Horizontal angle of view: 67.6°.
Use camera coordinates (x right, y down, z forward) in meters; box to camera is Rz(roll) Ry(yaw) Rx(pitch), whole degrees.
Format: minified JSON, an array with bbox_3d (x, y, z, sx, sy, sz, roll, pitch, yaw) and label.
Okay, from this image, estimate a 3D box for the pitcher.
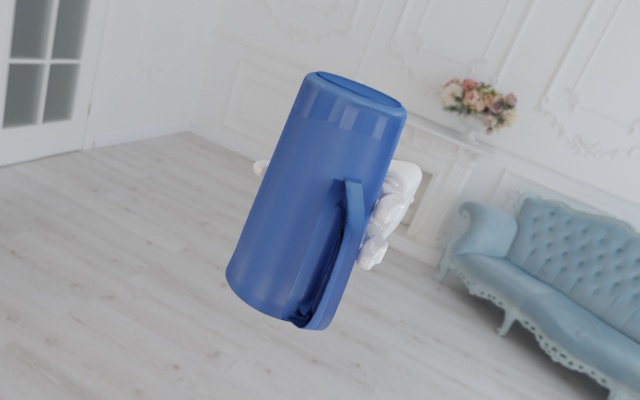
[{"bbox_3d":[0.000,0.002,0.495,0.149,0.243,0.145,28,21,19],"label":"pitcher"}]
